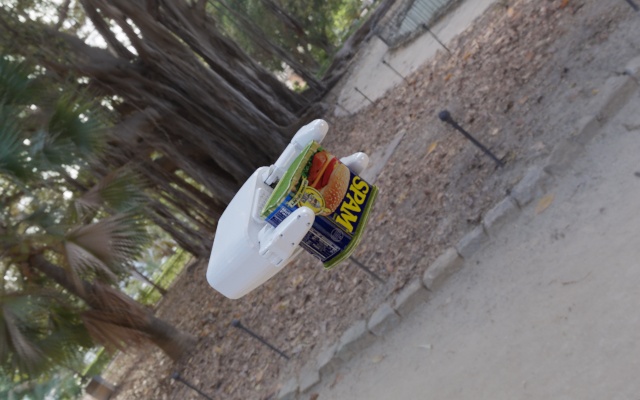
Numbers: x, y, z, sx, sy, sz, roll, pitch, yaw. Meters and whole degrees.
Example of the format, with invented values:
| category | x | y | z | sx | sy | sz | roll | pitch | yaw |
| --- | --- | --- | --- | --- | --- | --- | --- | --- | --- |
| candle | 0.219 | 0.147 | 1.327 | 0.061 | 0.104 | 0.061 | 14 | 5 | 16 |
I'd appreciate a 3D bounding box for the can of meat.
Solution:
| category | x | y | z | sx | sy | sz | roll | pitch | yaw |
| --- | --- | --- | --- | --- | --- | --- | --- | --- | --- |
| can of meat | 0.000 | 0.001 | 0.464 | 0.084 | 0.102 | 0.057 | 37 | -45 | -12 |
